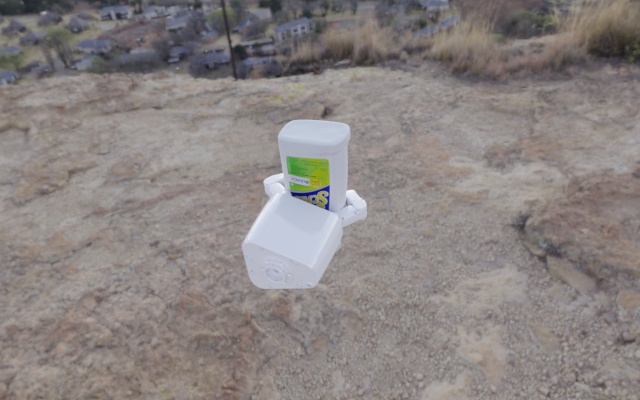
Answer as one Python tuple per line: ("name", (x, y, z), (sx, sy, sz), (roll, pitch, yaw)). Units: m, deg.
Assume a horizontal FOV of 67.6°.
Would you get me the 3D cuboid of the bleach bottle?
("bleach bottle", (0.000, 0.002, 0.736), (0.102, 0.251, 0.068), (8, 39, 19))
